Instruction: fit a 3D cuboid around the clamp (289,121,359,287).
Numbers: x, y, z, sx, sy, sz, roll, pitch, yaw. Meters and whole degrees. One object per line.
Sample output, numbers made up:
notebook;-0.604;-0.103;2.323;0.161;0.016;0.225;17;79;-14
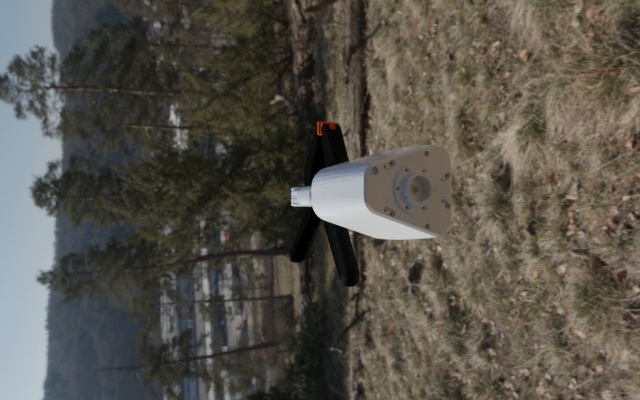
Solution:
clamp;-0.001;0.002;0.642;0.036;0.210;0.164;1;-3;-30
